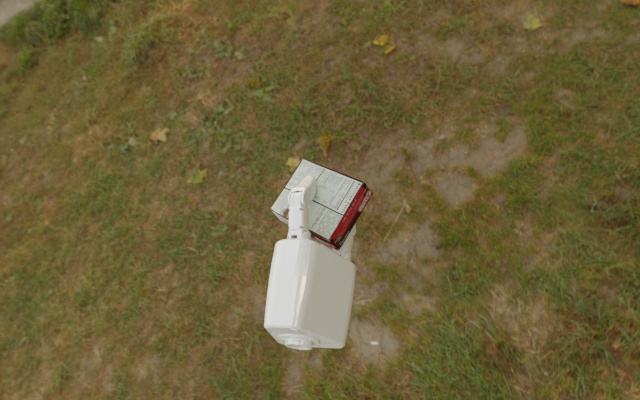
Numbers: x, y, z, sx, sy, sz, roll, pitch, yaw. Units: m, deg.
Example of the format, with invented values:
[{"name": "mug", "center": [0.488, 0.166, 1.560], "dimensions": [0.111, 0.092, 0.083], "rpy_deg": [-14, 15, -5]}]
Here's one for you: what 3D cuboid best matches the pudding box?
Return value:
[{"name": "pudding box", "center": [0.000, 0.002, 0.635], "dimensions": [0.113, 0.090, 0.039], "rpy_deg": [25, -13, 34]}]
